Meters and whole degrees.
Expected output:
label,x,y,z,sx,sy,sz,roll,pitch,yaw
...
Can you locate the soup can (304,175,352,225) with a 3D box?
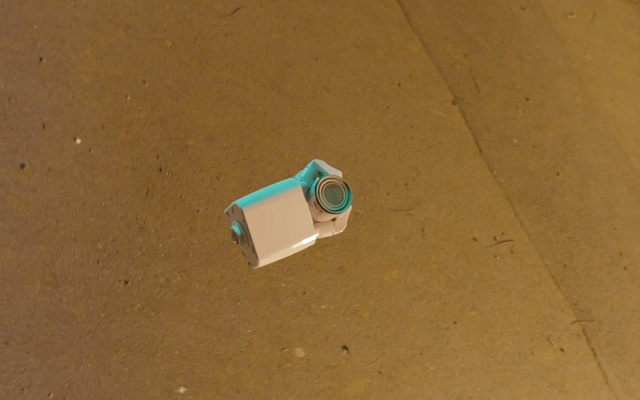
label,x,y,z,sx,sy,sz,roll,pitch,yaw
soup can,0.001,0.002,0.794,0.068,0.068,0.102,0,-15,-26
